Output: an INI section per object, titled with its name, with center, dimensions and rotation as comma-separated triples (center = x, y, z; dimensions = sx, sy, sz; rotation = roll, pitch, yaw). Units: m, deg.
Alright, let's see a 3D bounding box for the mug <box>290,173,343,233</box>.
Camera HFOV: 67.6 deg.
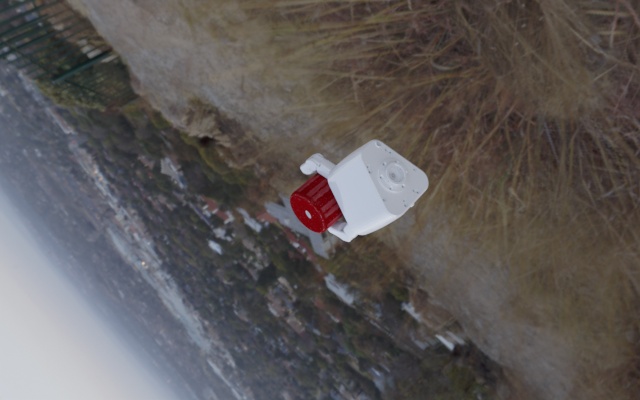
[mug]
center = -0.001, 0.003, 0.796
dimensions = 0.081, 0.093, 0.117
rotation = -40, 1, -27
